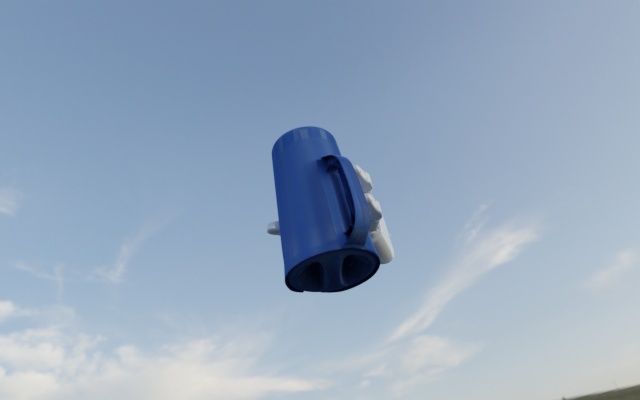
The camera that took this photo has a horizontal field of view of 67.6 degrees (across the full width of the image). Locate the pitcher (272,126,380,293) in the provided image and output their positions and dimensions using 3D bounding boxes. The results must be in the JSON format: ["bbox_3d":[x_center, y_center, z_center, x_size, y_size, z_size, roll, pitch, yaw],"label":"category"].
[{"bbox_3d":[0.000,0.002,0.707,0.149,0.242,0.145,-22,-34,12],"label":"pitcher"}]
